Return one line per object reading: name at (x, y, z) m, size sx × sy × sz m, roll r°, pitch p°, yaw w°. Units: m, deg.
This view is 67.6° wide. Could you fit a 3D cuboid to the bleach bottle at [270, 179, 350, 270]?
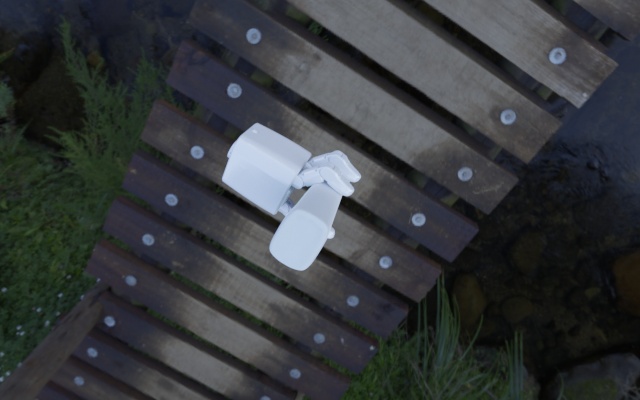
bleach bottle at (0.000, 0.003, 0.775) m, size 0.068 × 0.103 × 0.250 m, roll 32°, pitch 30°, yaw -1°
